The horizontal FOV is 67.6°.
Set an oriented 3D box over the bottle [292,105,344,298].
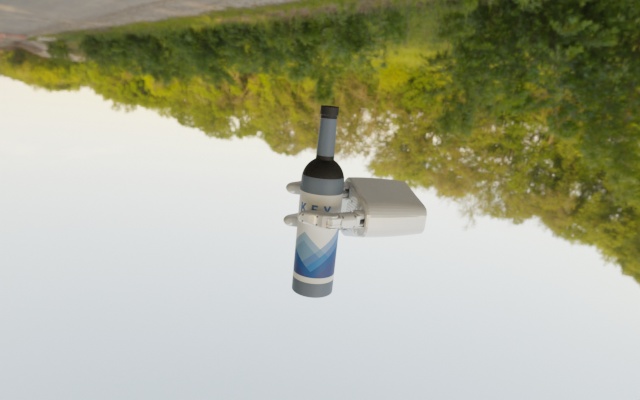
[{"bbox_3d":[0.000,0.003,0.742,0.069,0.296,0.069,5,14,-1],"label":"bottle"}]
